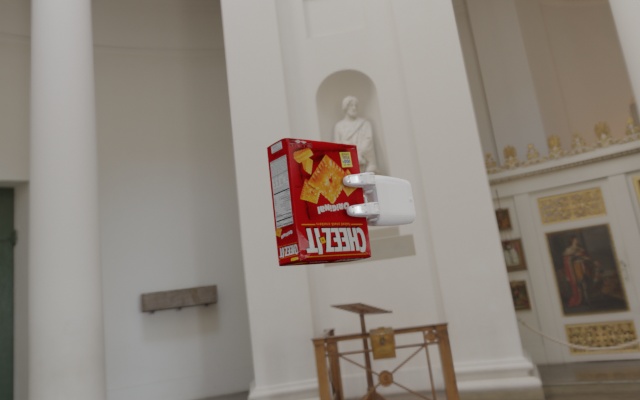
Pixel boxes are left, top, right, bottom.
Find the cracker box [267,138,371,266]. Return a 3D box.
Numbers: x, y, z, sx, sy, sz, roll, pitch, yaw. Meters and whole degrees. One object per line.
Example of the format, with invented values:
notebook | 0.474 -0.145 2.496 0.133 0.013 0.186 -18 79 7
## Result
cracker box | 0.000 0.003 0.848 0.164 0.213 0.072 2 -15 -38
